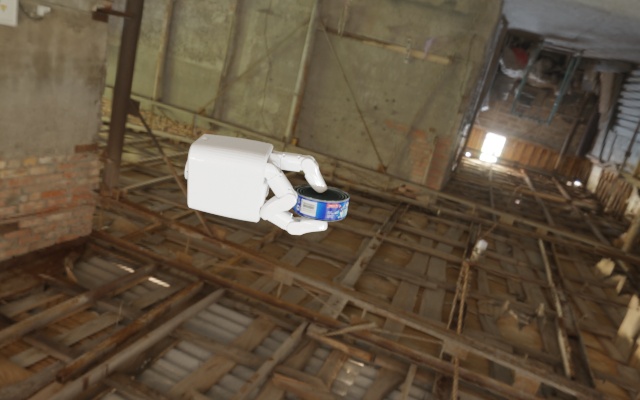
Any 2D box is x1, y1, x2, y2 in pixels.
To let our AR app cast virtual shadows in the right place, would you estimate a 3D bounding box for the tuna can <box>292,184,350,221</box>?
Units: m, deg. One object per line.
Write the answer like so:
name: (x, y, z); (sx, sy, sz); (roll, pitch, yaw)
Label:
tuna can: (0.000, 0.003, 0.732); (0.086, 0.034, 0.086); (8, 17, -2)
